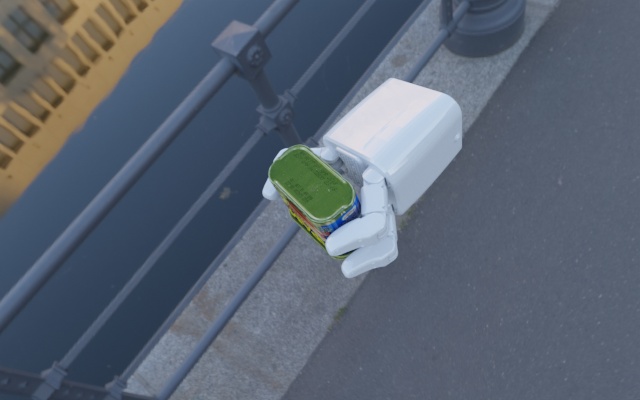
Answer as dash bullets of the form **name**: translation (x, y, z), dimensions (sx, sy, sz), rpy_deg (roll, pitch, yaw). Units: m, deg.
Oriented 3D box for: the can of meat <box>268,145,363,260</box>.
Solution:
- **can of meat**: translation (0.000, 0.001, 0.487), dimensions (0.102, 0.057, 0.084), rpy_deg (42, -11, 31)
